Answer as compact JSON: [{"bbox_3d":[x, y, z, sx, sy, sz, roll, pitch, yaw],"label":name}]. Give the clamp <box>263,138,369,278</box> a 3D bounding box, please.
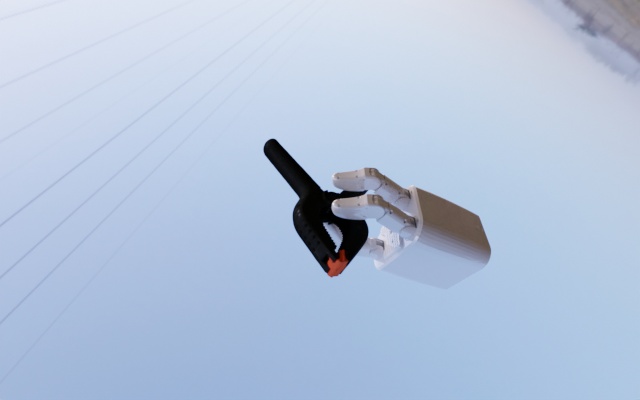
[{"bbox_3d":[0.000,0.003,0.585,0.164,0.036,0.209,19,37,-13],"label":"clamp"}]
